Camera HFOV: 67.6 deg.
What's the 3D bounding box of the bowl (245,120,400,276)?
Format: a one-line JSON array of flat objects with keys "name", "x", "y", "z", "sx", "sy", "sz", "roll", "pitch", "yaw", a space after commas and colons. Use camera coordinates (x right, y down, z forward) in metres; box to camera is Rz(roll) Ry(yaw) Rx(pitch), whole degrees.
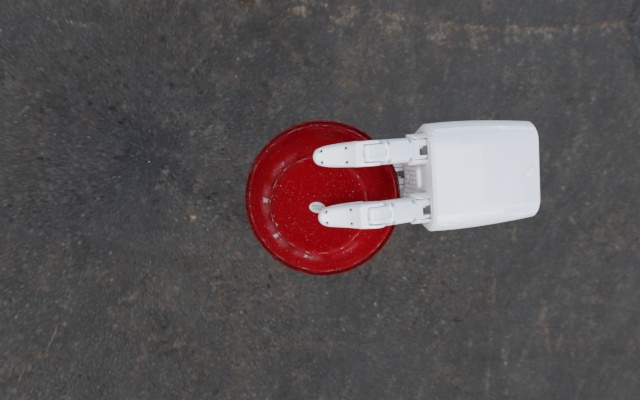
[{"name": "bowl", "x": -0.001, "y": 0.002, "z": 0.468, "sx": 0.162, "sy": 0.162, "sz": 0.055, "roll": 0, "pitch": 7, "yaw": 4}]
